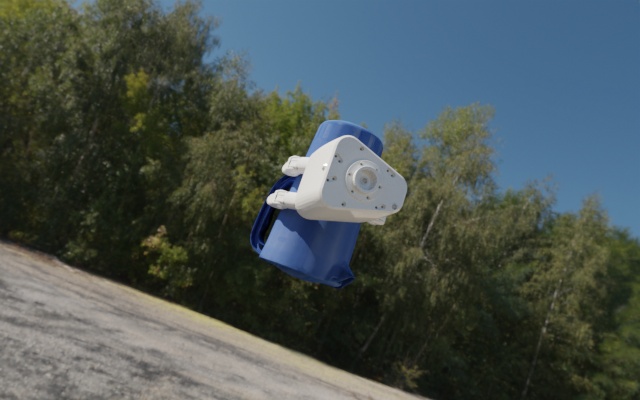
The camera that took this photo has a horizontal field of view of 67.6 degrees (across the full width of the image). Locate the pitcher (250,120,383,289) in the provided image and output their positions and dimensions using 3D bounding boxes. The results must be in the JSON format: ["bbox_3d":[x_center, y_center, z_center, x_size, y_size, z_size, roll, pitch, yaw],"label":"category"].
[{"bbox_3d":[0.000,0.002,0.739,0.149,0.242,0.145,24,-12,-14],"label":"pitcher"}]
